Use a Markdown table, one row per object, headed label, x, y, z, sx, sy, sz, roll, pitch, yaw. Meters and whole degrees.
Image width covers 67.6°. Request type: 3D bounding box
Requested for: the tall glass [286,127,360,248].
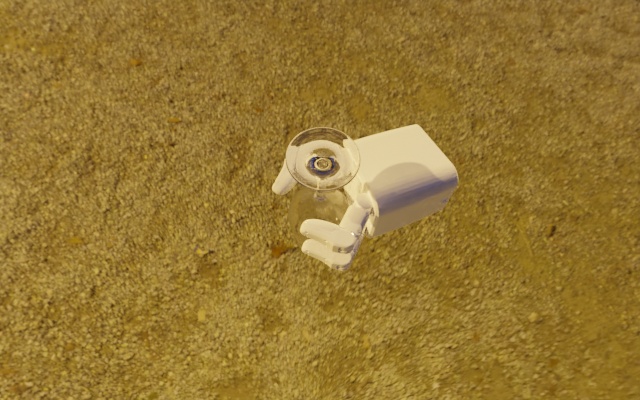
| label | x | y | z | sx | sy | sz | roll | pitch | yaw |
| --- | --- | --- | --- | --- | --- | --- | --- | --- | --- |
| tall glass | 0.000 | 0.002 | 0.559 | 0.079 | 0.079 | 0.201 | 0 | -26 | -2 |
